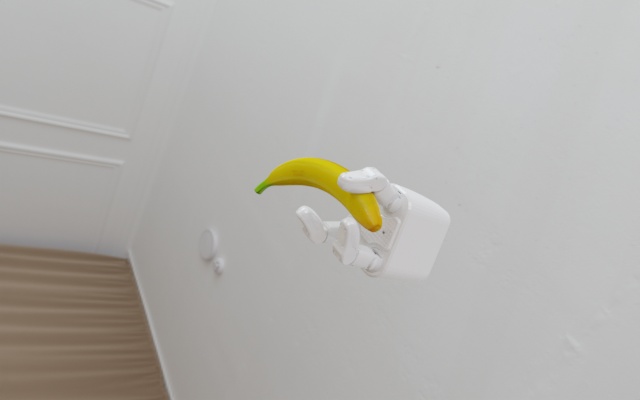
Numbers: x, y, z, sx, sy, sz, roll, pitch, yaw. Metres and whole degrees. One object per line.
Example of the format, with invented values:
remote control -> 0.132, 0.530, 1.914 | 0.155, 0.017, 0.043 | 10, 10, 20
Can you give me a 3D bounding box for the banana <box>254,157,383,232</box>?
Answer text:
banana -> 0.004, -0.016, 0.586 | 0.197, 0.069, 0.037 | 16, -7, 39
